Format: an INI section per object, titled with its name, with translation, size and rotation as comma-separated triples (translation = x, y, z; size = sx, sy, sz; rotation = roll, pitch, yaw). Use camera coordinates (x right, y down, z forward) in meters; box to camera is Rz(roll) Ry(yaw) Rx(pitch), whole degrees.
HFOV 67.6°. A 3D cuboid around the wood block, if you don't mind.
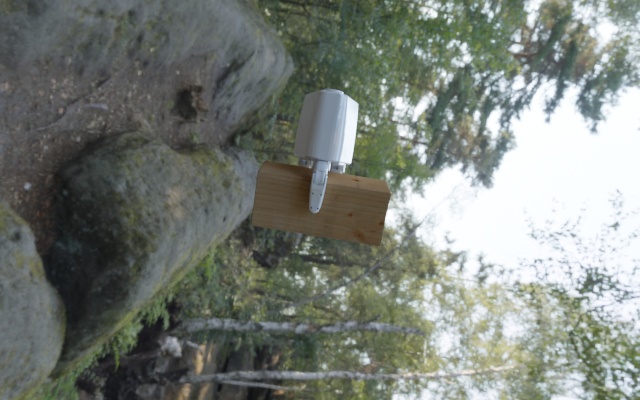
[wood block]
translation = 0.000, 0.002, 0.776
size = 0.206, 0.090, 0.090
rotation = 9, 16, -1
